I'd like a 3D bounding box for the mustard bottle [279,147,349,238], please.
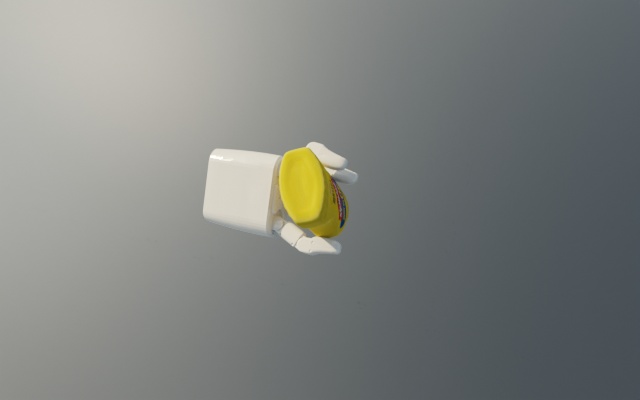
[{"bbox_3d":[0.000,0.002,0.655,0.058,0.096,0.192,-15,-17,11],"label":"mustard bottle"}]
